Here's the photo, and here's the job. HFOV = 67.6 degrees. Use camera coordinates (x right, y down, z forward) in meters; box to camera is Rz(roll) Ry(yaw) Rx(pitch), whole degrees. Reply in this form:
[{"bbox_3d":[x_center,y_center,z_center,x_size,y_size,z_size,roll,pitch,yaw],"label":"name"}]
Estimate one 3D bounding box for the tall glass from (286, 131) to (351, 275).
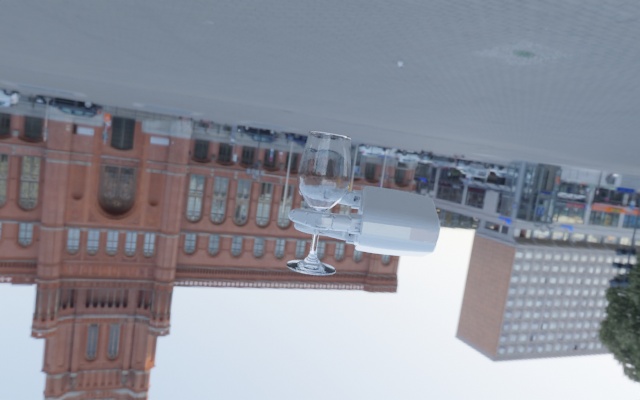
[{"bbox_3d":[0.000,0.003,0.701,0.079,0.201,0.079,8,6,-1],"label":"tall glass"}]
